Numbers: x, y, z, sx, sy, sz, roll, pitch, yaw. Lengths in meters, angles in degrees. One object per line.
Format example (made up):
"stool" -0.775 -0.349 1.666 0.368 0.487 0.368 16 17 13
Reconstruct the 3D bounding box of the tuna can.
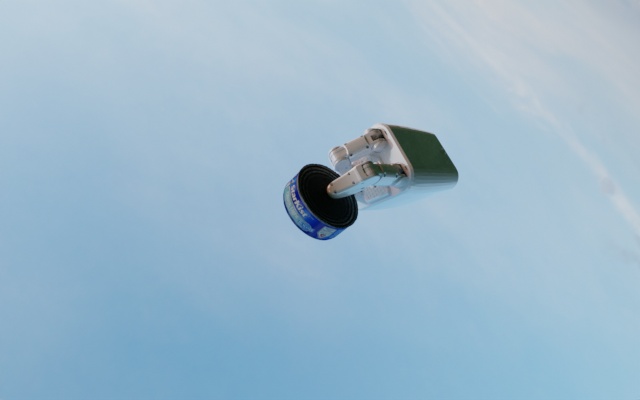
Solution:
"tuna can" 0.000 0.002 0.547 0.086 0.086 0.034 0 -31 -44
